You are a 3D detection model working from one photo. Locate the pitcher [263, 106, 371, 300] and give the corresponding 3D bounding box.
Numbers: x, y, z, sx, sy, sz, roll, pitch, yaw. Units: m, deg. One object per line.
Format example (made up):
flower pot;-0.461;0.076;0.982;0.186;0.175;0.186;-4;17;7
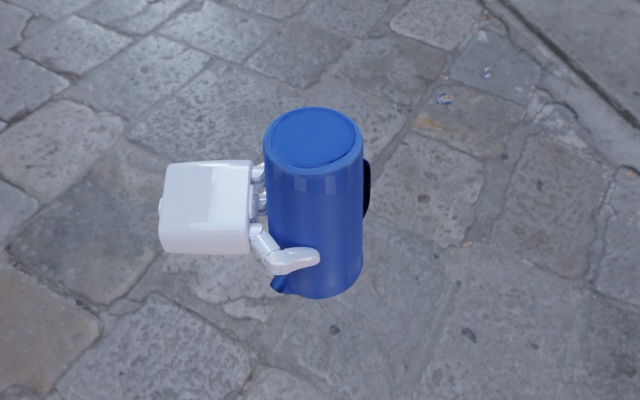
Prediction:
pitcher;0.000;0.002;0.599;0.145;0.149;0.243;-1;-40;-1
